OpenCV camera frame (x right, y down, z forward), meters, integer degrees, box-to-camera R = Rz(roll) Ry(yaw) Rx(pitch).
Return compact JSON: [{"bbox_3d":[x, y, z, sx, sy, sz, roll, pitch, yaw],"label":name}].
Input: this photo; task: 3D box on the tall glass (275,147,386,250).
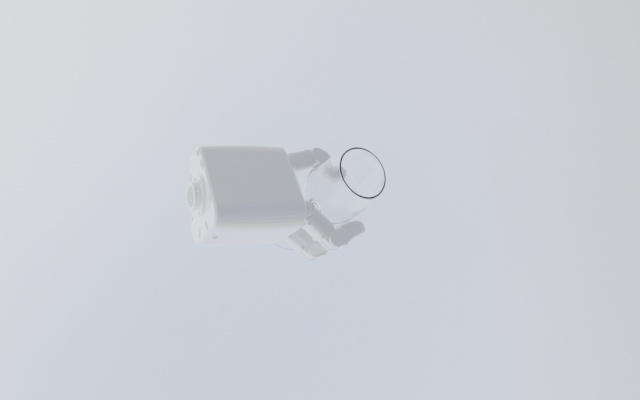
[{"bbox_3d":[0.000,0.002,0.610,0.079,0.079,0.201,0,-20,-31],"label":"tall glass"}]
